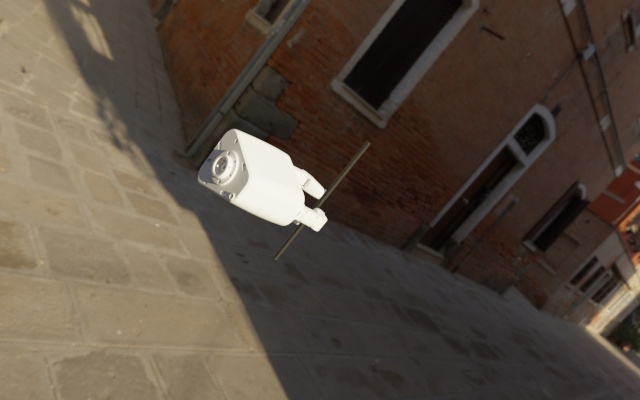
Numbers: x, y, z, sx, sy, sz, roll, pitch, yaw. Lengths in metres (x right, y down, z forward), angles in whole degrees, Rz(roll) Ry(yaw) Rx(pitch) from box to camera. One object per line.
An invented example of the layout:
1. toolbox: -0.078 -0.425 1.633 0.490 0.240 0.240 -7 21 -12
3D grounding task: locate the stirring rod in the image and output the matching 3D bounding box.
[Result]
1. stirring rod: 0.000 0.003 0.753 0.011 0.239 0.011 37 11 -9
